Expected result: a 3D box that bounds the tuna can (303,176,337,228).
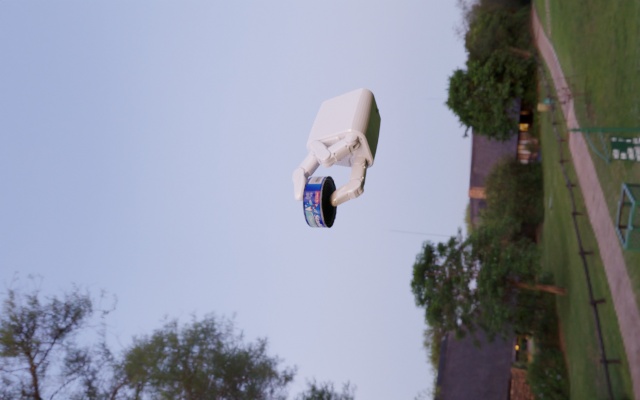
[{"bbox_3d":[0.000,0.003,0.786,0.034,0.086,0.086,0,0,19],"label":"tuna can"}]
